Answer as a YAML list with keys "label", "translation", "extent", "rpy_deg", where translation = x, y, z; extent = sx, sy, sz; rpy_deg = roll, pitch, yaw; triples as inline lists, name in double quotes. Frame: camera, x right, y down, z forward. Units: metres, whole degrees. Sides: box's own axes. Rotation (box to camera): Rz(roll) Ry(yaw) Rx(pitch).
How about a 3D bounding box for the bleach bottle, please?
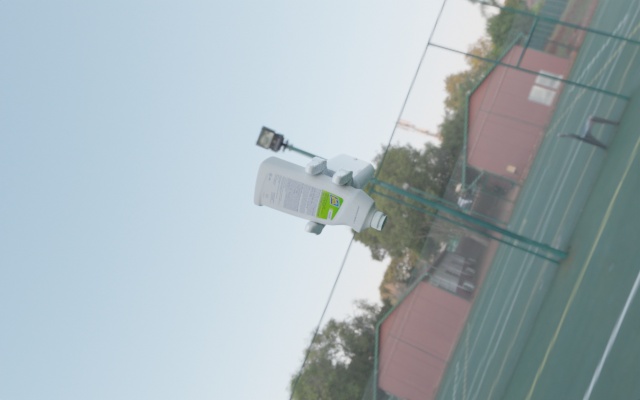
- label: "bleach bottle"
  translation: [0.000, 0.003, 0.887]
  extent: [0.251, 0.103, 0.068]
  rpy_deg: [22, 29, 17]
